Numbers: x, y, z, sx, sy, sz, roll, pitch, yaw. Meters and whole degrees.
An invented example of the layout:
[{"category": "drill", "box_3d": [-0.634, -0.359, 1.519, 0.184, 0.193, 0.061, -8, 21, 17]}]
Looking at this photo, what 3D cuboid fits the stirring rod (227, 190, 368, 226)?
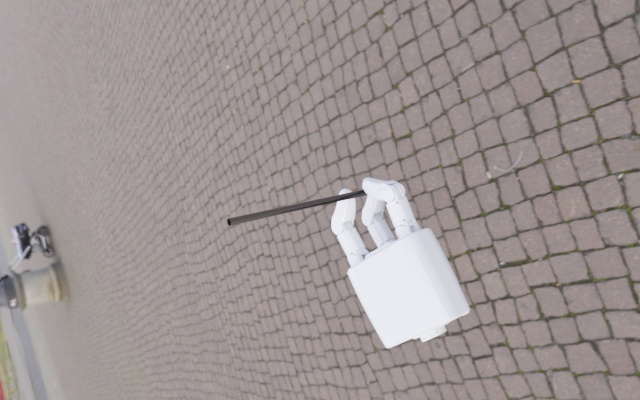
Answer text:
[{"category": "stirring rod", "box_3d": [0.000, 0.002, 0.561, 0.239, 0.011, 0.011, -12, 7, -37]}]
